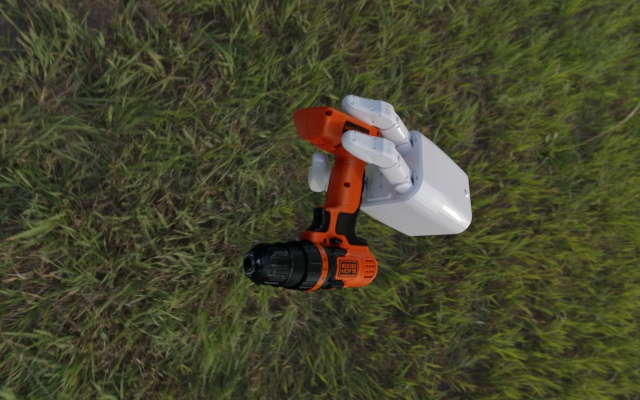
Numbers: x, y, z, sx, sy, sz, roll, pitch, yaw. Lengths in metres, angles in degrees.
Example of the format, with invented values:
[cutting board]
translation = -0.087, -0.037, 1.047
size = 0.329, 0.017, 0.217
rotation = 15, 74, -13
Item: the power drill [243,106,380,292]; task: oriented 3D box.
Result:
[power drill]
translation = 0.000, 0.001, 0.505
size = 0.057, 0.187, 0.184
rotation = 4, -5, 39
